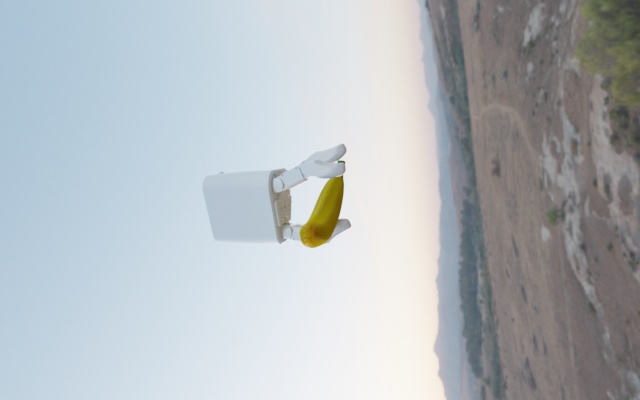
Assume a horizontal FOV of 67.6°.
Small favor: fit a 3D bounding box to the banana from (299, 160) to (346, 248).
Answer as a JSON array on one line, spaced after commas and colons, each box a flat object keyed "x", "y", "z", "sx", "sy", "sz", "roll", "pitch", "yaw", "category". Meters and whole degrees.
[{"x": 0.002, "y": 0.016, "z": 0.643, "sx": 0.037, "sy": 0.070, "sz": 0.197, "roll": 2, "pitch": 31, "yaw": 13, "category": "banana"}]
